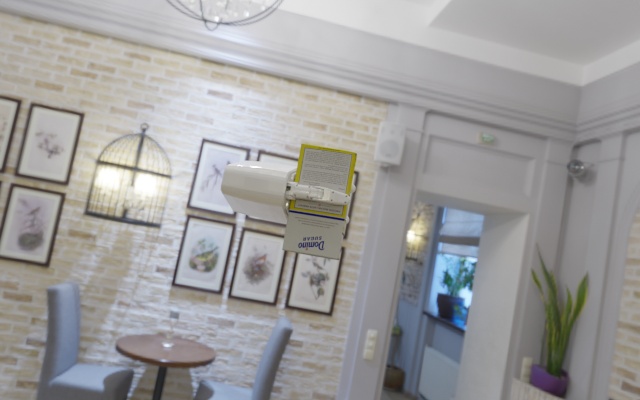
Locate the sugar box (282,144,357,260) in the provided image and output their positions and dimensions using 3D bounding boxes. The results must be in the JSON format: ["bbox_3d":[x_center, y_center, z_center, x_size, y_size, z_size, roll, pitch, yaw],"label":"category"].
[{"bbox_3d":[0.000,0.002,0.776,0.093,0.176,0.048,10,-5,7],"label":"sugar box"}]
